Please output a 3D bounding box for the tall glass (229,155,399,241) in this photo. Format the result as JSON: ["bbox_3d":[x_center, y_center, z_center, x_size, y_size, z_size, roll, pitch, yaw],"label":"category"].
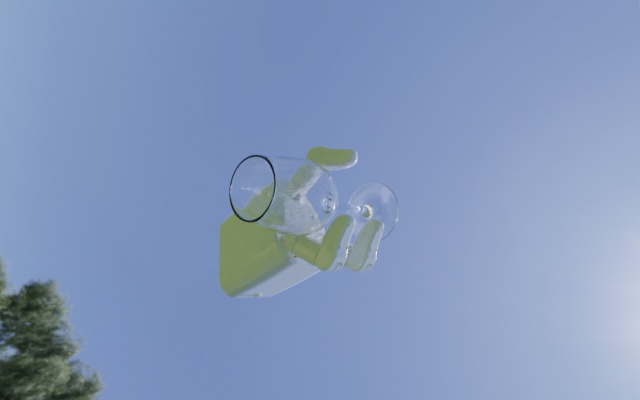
[{"bbox_3d":[0.001,0.002,0.506,0.079,0.079,0.201,0,-8,39],"label":"tall glass"}]
